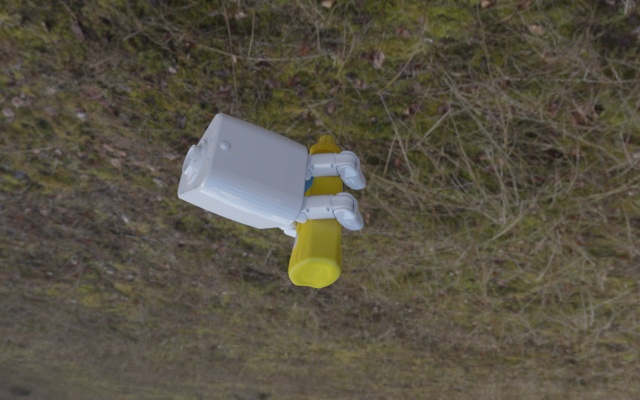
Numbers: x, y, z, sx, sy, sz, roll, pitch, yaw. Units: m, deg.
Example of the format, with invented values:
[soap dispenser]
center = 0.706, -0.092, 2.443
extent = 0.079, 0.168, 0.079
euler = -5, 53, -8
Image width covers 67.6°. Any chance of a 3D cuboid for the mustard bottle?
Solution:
[mustard bottle]
center = 0.000, 0.002, 0.580
extent = 0.058, 0.191, 0.096
euler = 9, -29, -6
